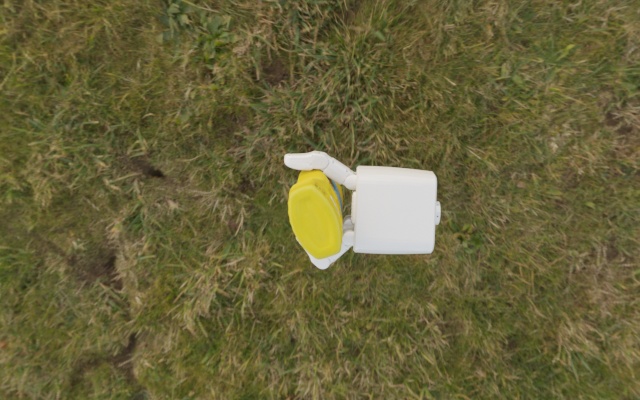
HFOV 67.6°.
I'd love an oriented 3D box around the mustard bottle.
[{"bbox_3d":[0.000,0.002,0.654,0.058,0.096,0.191,-21,13,10],"label":"mustard bottle"}]
